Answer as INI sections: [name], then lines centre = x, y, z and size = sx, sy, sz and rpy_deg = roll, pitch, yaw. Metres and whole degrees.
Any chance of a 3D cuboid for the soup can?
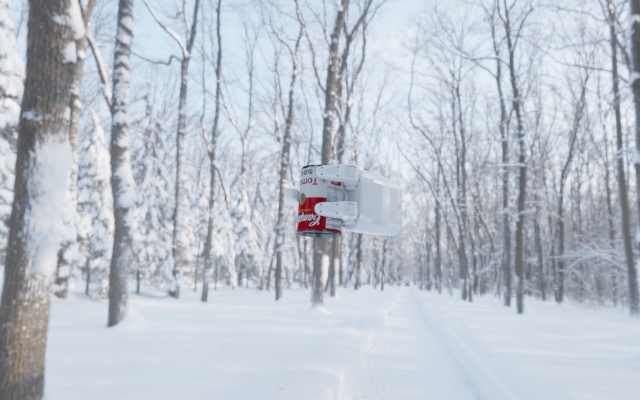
[soup can]
centre = 0.000, 0.002, 0.728
size = 0.068, 0.102, 0.068
rpy_deg = 3, -11, 1
